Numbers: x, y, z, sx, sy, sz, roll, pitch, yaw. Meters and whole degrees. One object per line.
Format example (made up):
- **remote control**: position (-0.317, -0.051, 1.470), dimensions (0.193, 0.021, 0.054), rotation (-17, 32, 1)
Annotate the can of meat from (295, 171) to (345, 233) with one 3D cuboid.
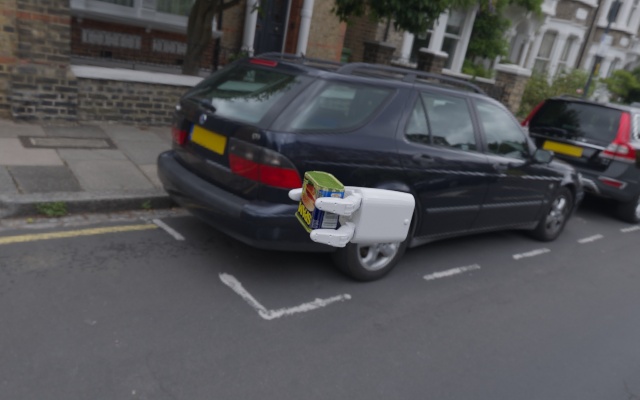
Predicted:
- **can of meat**: position (0.000, 0.002, 0.826), dimensions (0.057, 0.084, 0.102), rotation (5, 19, -21)
